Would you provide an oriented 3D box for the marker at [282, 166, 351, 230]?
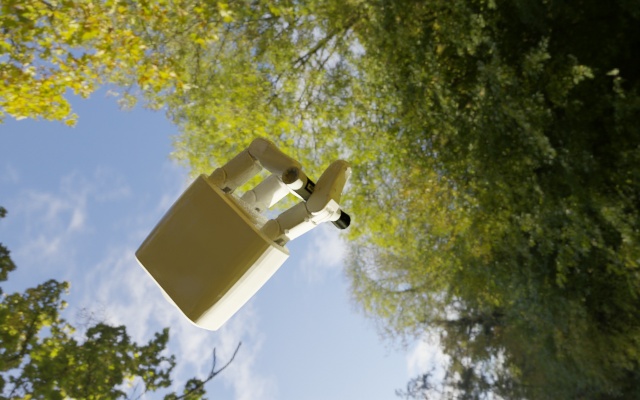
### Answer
[{"bbox_3d":[0.000,0.001,0.469,0.020,0.020,0.121,0,-23,29],"label":"marker"}]
